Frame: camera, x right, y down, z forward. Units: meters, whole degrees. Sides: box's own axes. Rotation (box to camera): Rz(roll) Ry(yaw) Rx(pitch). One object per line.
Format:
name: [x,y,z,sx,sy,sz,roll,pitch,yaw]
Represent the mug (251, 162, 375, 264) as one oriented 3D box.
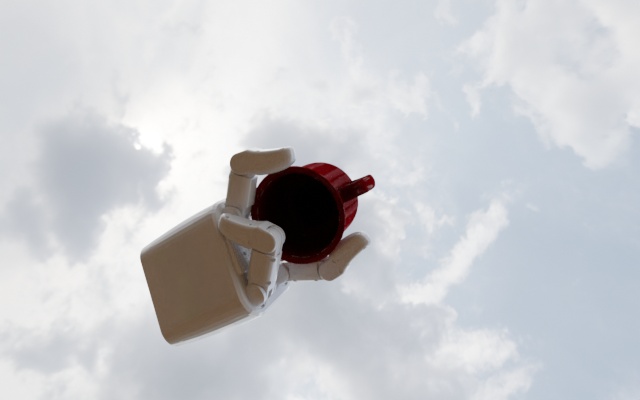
mug: [0.001,0.001,0.470,0.117,0.093,0.081,-26,3,22]
